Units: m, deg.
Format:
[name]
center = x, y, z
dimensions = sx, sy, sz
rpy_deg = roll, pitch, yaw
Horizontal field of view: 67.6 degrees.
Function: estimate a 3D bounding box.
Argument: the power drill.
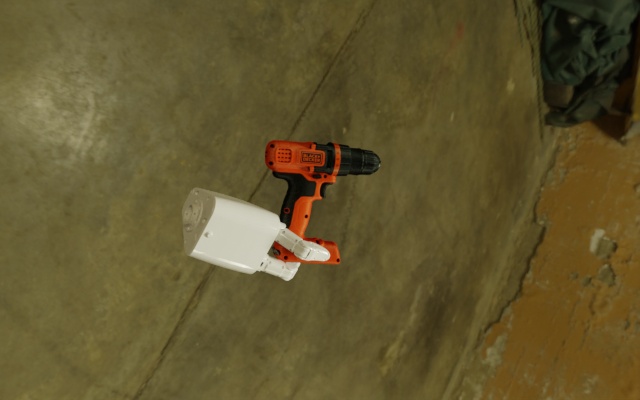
[power drill]
center = 0.000, 0.003, 0.745
dimensions = 0.184, 0.187, 0.057
rpy_deg = 4, 3, -14
